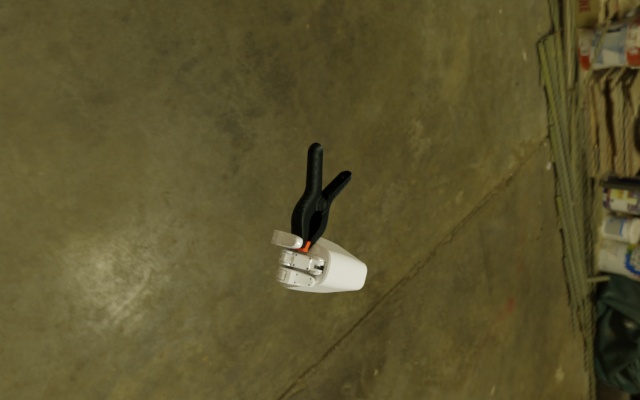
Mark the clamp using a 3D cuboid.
[{"bbox_3d":[0.000,0.003,0.785,0.039,0.171,0.120,14,-5,42],"label":"clamp"}]
